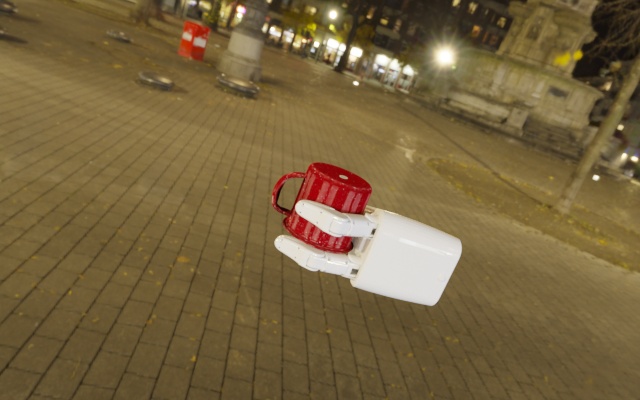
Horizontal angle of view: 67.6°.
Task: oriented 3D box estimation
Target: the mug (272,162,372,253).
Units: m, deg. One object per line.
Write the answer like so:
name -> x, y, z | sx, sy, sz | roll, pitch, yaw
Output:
mug -> -0.001, 0.001, 0.573 | 0.117, 0.081, 0.093 | 18, 17, -11
